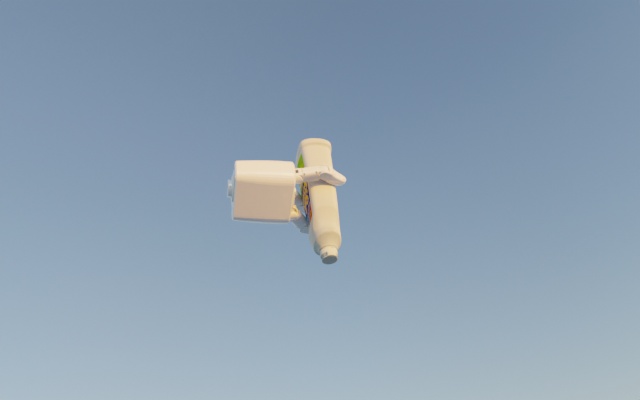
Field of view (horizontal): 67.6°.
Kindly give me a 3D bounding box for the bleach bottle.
[{"bbox_3d":[0.000,0.003,0.897,0.068,0.250,0.103,1,-42,-13],"label":"bleach bottle"}]
